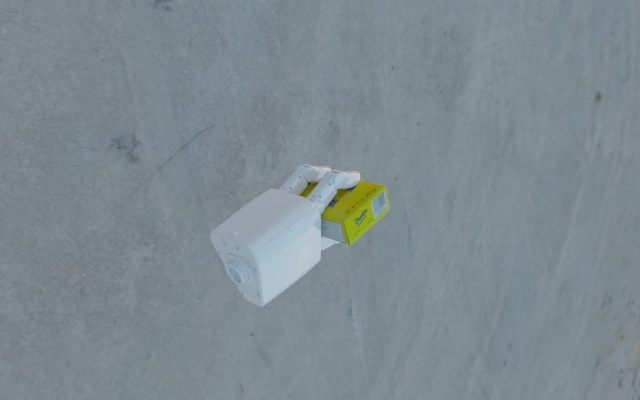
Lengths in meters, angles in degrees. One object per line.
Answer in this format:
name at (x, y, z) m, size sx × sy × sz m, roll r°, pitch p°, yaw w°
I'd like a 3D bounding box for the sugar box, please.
sugar box at (0.000, 0.002, 0.675) m, size 0.176 × 0.048 × 0.093 m, roll 16°, pitch 42°, yaw 40°
